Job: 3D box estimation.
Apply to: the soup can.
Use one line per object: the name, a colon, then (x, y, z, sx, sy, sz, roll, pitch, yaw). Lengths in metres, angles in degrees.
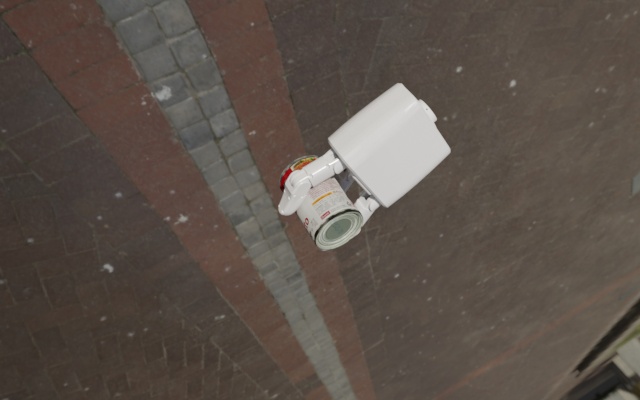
soup can: (0.000, 0.002, 0.592, 0.068, 0.068, 0.102, 0, 43, -39)
